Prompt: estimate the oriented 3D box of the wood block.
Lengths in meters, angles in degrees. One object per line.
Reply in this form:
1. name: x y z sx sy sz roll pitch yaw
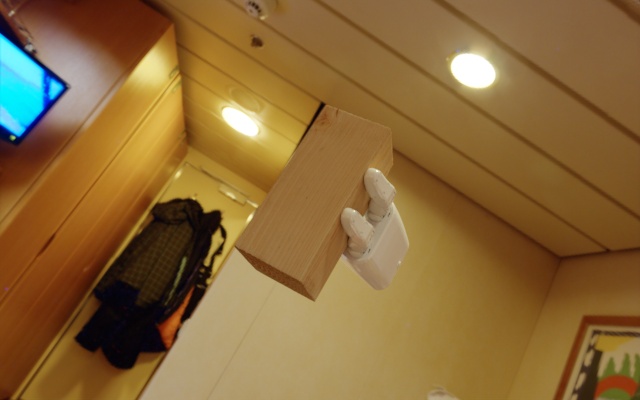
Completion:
1. wood block: 0.000 0.002 0.574 0.091 0.206 0.090 24 -19 21
